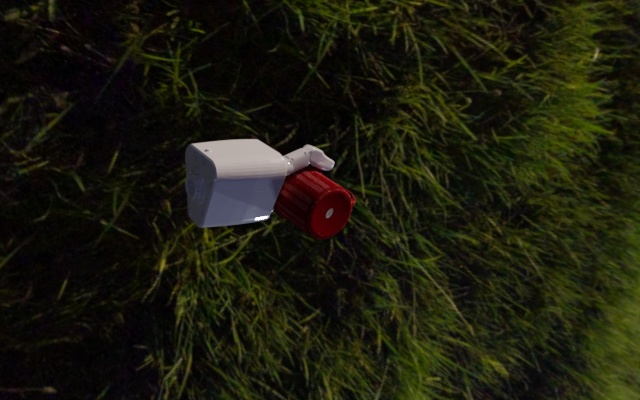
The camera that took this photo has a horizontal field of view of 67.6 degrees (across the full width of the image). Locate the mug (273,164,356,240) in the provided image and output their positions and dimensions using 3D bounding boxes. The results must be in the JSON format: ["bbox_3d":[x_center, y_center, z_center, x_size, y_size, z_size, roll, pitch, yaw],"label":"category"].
[{"bbox_3d":[0.001,0.002,0.693,0.117,0.093,0.081,-8,29,-37],"label":"mug"}]
